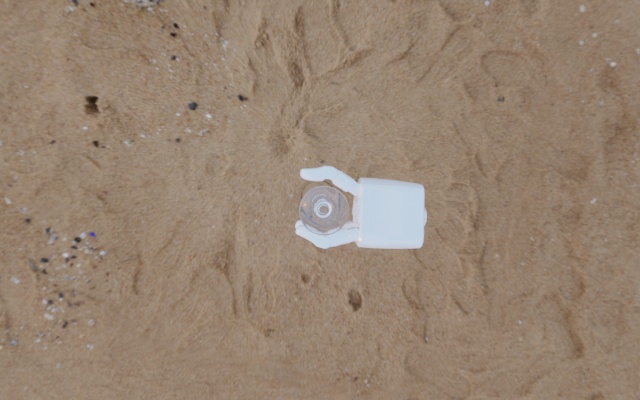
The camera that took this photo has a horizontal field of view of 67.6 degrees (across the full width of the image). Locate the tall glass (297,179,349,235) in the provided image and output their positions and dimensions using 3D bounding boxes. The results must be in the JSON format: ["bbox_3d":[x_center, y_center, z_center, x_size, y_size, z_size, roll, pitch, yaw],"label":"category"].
[{"bbox_3d":[0.000,0.003,0.805,0.079,0.079,0.201,0,8,-4],"label":"tall glass"}]
